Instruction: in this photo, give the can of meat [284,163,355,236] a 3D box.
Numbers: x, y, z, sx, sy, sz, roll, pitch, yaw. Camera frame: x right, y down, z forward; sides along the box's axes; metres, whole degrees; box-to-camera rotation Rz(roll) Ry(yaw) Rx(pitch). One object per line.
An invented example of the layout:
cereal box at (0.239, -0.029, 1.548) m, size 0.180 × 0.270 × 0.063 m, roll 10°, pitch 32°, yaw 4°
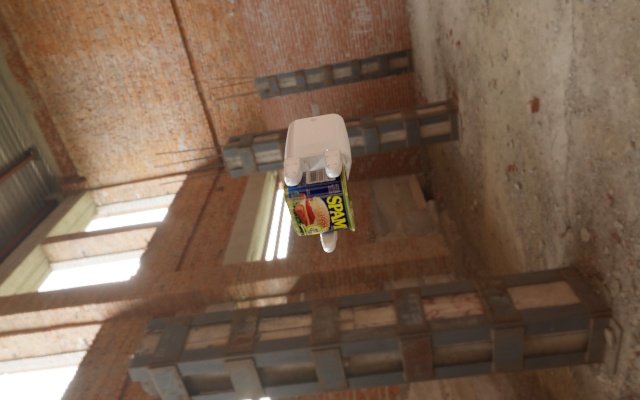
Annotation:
can of meat at (0.000, 0.002, 0.668) m, size 0.084 × 0.057 × 0.102 m, roll -8°, pitch -43°, yaw 6°
